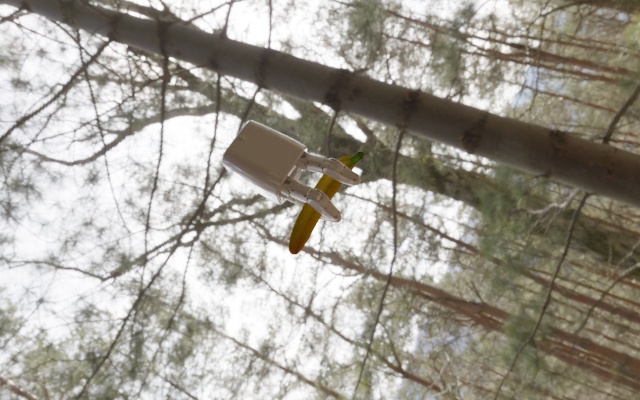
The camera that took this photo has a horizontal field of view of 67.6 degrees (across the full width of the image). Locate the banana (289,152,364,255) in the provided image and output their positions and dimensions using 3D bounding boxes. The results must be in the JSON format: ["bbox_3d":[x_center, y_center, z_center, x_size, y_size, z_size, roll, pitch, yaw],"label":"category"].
[{"bbox_3d":[-0.001,0.000,0.785,0.037,0.198,0.069,33,-4,-7],"label":"banana"}]
